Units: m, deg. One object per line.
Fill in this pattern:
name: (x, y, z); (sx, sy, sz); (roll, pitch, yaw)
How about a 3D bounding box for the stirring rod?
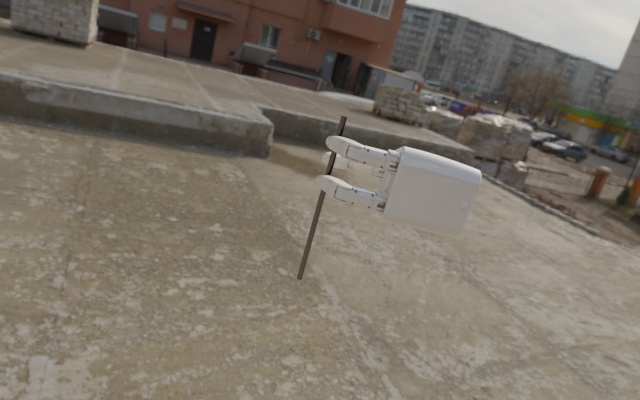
stirring rod: (0.000, 0.002, 0.656); (0.011, 0.239, 0.011); (14, 17, -4)
